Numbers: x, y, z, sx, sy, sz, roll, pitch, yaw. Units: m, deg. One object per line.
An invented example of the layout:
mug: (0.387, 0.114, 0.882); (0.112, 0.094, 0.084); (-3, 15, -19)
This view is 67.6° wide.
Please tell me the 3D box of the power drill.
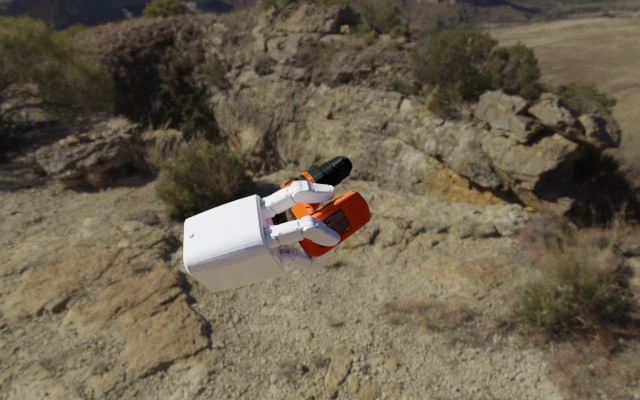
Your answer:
power drill: (0.000, 0.003, 0.720); (0.184, 0.057, 0.187); (-36, 23, -10)
